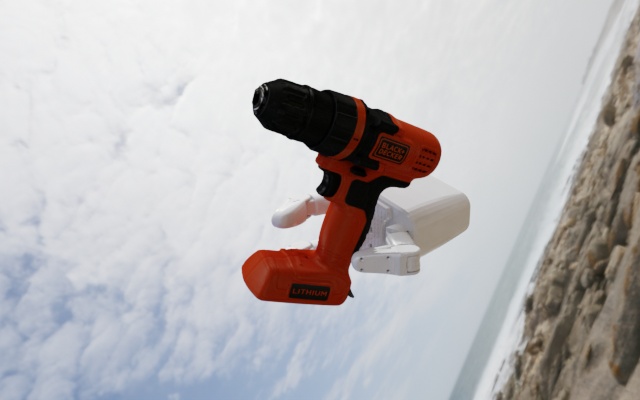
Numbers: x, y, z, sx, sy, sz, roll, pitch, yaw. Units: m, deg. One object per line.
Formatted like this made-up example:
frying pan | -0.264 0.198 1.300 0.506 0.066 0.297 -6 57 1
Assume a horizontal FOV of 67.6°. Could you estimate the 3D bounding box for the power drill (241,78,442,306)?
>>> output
power drill | 0.000 0.002 0.413 0.184 0.188 0.057 13 24 -33
